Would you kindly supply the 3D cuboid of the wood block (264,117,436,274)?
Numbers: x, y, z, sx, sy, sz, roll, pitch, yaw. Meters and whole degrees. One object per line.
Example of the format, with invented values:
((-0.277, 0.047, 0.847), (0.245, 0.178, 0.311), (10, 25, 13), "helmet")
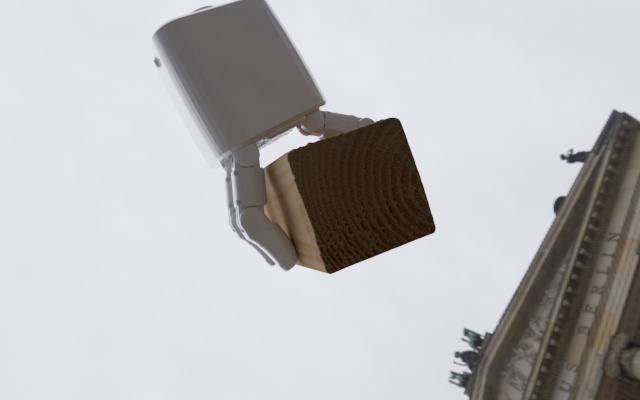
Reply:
((0.000, 0.001, 0.424), (0.091, 0.090, 0.206), (-20, 3, -17), "wood block")
